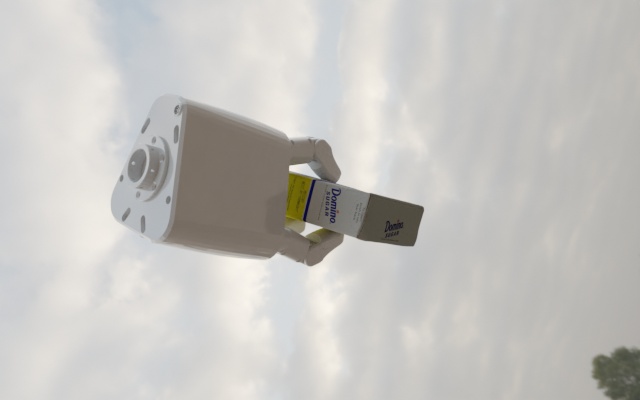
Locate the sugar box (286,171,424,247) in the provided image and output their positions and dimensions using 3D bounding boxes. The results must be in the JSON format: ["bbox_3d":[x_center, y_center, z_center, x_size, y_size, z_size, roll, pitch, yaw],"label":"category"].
[{"bbox_3d":[0.000,0.002,0.466,0.176,0.048,0.093,19,4,41],"label":"sugar box"}]
